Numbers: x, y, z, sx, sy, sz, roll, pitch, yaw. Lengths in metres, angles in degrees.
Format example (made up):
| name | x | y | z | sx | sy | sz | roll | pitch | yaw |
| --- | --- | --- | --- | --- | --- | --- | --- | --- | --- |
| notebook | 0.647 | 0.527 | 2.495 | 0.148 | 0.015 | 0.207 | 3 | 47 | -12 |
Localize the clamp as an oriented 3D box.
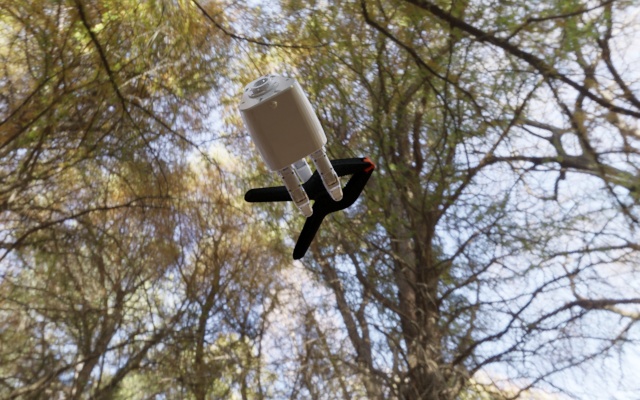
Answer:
| name | x | y | z | sx | sy | sz | roll | pitch | yaw |
| --- | --- | --- | --- | --- | --- | --- | --- | --- | --- |
| clamp | 0.000 | 0.002 | 0.792 | 0.210 | 0.165 | 0.036 | -28 | 36 | -3 |
